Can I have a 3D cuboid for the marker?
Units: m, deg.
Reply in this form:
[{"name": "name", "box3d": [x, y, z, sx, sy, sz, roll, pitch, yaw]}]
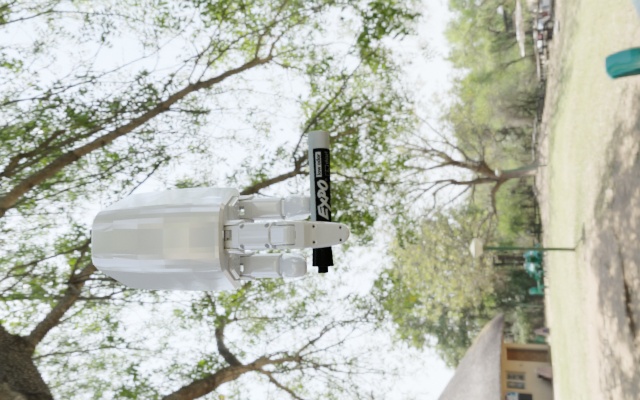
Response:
[{"name": "marker", "box3d": [0.000, 0.001, 0.410, 0.020, 0.121, 0.020, -2, -6, 0]}]
